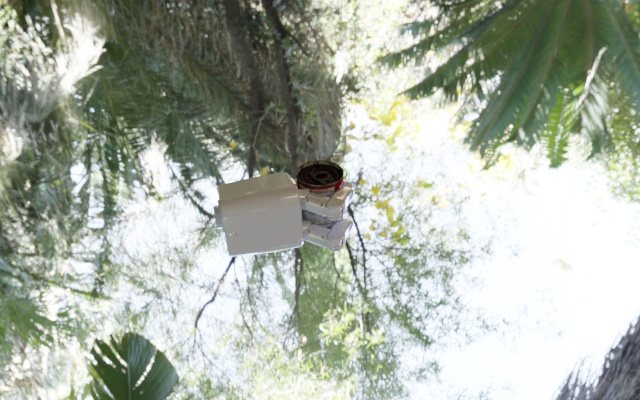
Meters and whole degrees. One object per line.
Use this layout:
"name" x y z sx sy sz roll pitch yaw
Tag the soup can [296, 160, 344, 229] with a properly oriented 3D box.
"soup can" 0.001 0.002 0.697 0.068 0.102 0.068 -1 35 1
